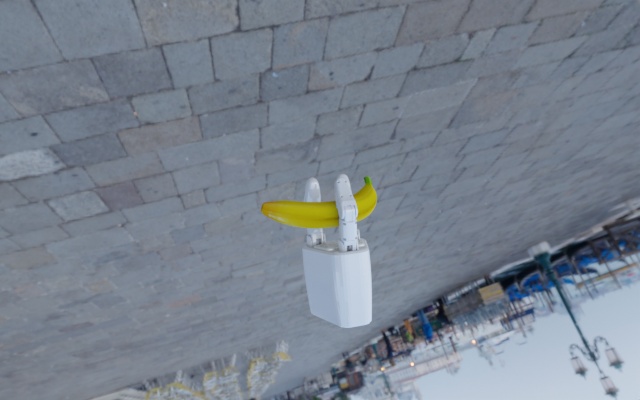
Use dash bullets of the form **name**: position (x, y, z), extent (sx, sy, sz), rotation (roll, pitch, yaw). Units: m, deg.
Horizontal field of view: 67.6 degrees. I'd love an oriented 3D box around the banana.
- **banana**: position (0.014, 0.011, 0.678), extent (0.198, 0.037, 0.069), rotation (-13, 37, -35)
